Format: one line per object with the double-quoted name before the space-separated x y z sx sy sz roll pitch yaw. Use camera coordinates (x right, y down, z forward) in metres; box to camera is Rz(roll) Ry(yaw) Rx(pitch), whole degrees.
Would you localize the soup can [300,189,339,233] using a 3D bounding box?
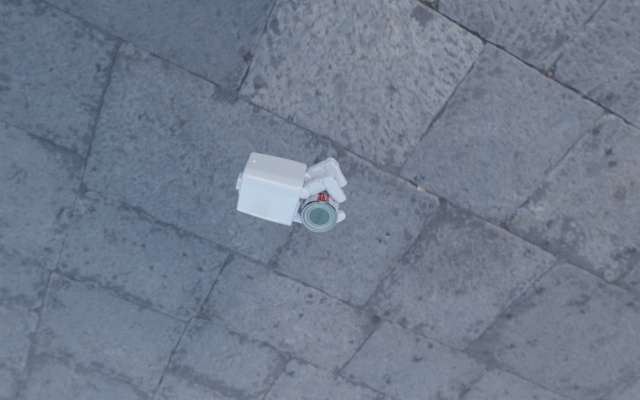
"soup can" 0.001 0.003 0.873 0.068 0.068 0.102 0 32 4
